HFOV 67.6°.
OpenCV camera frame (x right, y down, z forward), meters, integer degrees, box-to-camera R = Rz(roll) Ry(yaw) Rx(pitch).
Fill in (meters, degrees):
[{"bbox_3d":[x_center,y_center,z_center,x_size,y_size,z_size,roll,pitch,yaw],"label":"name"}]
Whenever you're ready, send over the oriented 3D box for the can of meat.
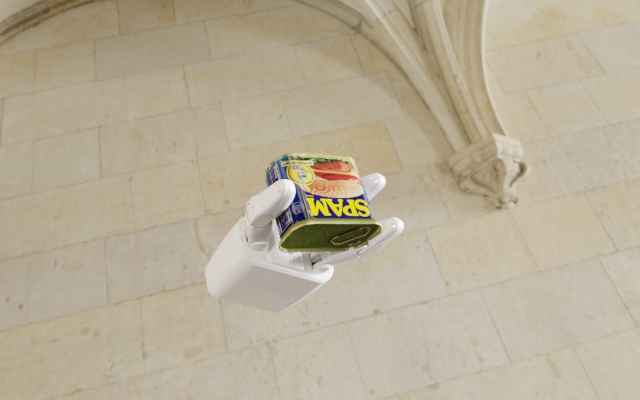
[{"bbox_3d":[0.000,0.001,0.477,0.102,0.084,0.057,2,-33,-31],"label":"can of meat"}]
